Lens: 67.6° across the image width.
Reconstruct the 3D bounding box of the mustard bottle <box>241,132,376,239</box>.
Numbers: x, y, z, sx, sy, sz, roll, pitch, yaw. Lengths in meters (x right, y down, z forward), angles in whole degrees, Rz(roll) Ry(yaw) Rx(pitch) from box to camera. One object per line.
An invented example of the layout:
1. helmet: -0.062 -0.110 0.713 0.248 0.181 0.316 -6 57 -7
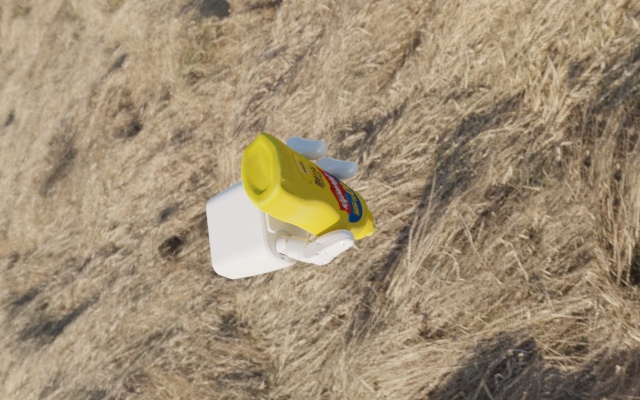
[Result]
1. mustard bottle: 0.000 0.002 0.543 0.058 0.096 0.192 -42 -46 20
